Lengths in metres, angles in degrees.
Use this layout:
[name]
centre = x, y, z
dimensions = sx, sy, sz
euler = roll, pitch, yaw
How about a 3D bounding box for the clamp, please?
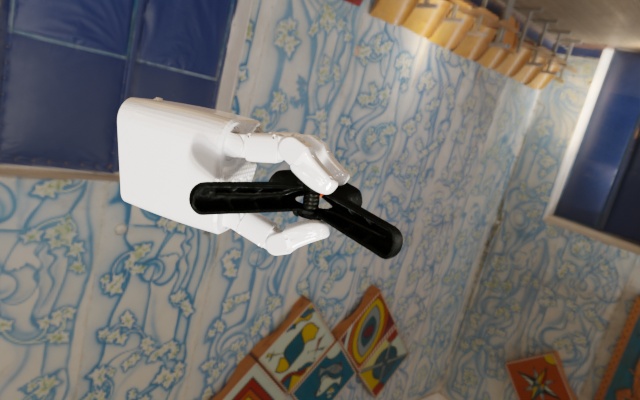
[clamp]
centre = 0.000, 0.002, 0.441
dimensions = 0.164, 0.036, 0.210
euler = 16, 12, 11
